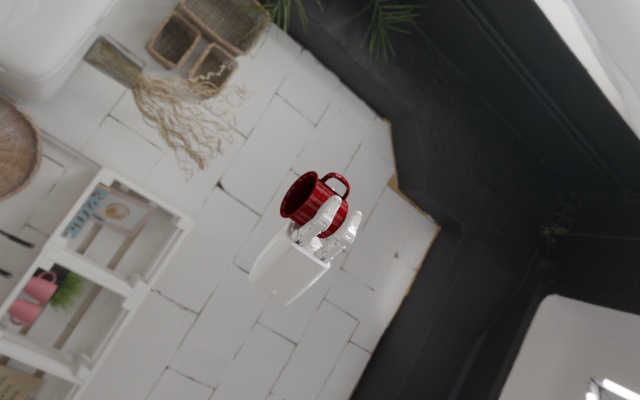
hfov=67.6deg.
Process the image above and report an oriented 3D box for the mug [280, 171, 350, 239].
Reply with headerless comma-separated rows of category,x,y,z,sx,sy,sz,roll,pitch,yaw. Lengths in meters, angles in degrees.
mug,0.001,0.002,0.798,0.081,0.117,0.093,37,17,-25
